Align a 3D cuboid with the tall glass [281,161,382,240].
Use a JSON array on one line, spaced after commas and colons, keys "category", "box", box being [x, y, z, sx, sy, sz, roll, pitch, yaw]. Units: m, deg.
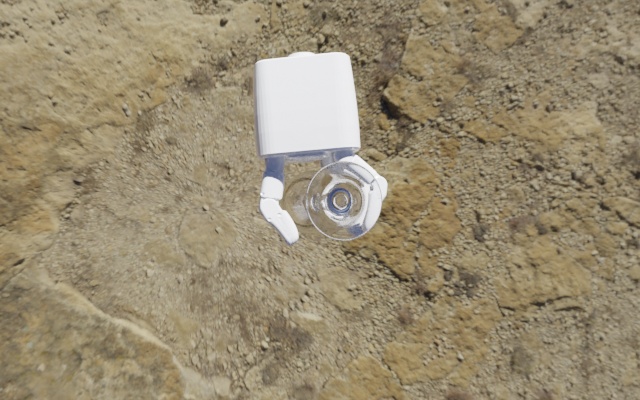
[{"category": "tall glass", "box": [0.000, 0.002, 0.540, 0.079, 0.079, 0.201, 0, -1, -13]}]
